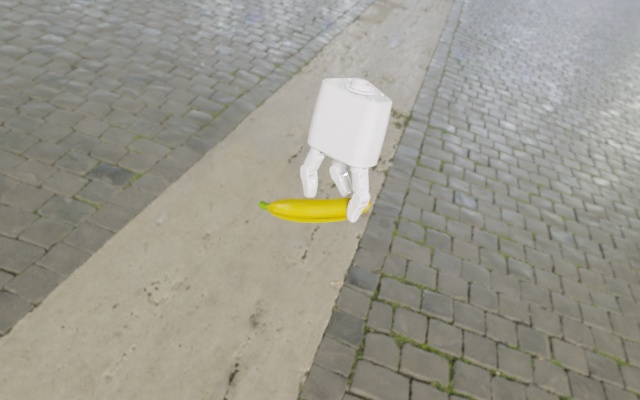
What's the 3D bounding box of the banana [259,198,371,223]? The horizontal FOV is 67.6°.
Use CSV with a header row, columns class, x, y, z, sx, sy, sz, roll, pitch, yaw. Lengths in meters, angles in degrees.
class,x,y,z,sx,sy,sz,roll,pitch,yaw
banana,0.001,0.011,0.791,0.198,0.037,0.069,1,26,-16
